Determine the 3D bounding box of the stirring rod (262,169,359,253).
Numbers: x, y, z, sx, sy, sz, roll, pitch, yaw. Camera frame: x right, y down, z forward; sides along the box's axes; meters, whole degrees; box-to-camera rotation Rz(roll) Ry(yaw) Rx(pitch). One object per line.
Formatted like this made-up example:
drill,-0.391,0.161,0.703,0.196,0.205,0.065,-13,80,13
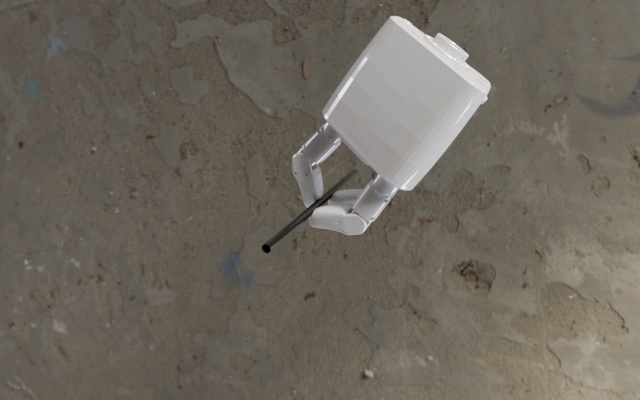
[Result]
stirring rod,0.000,0.001,0.483,0.011,0.011,0.239,0,18,22
